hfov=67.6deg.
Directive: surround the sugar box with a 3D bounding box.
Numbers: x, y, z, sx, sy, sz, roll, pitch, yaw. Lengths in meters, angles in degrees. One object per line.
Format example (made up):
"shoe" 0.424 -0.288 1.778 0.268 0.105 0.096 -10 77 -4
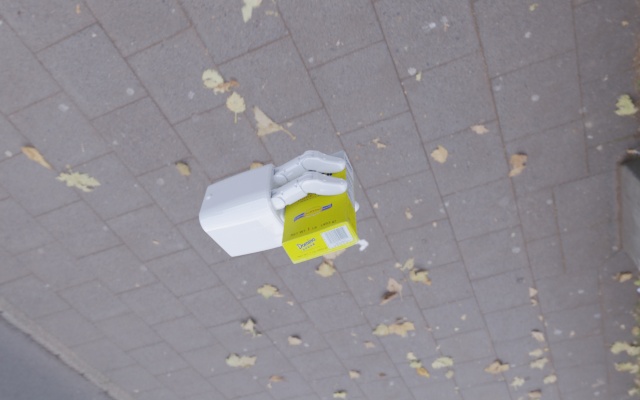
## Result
"sugar box" 0.000 0.002 0.666 0.093 0.048 0.176 -19 36 13
